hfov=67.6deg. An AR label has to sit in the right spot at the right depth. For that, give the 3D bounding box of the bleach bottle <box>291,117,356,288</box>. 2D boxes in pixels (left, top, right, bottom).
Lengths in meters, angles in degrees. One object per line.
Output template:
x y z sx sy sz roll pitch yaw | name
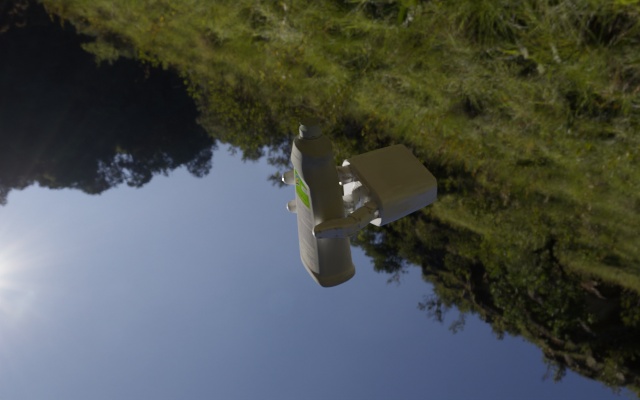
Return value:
0.000 0.002 0.700 0.068 0.251 0.102 -20 36 -20 | bleach bottle
